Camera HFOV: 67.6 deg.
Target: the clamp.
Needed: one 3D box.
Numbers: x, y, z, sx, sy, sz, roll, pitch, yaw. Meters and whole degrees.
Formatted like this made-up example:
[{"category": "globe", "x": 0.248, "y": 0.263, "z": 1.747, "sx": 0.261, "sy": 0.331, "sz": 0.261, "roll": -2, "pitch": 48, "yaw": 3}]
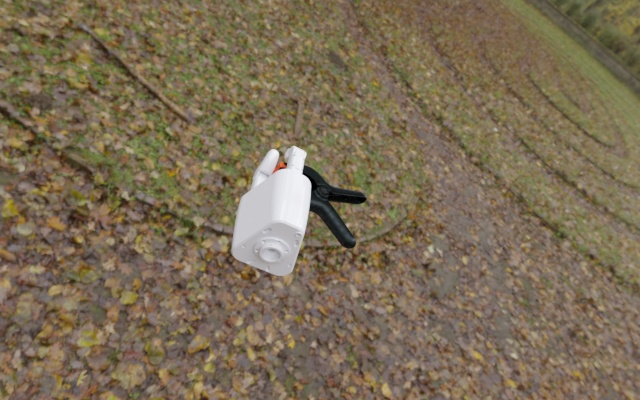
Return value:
[{"category": "clamp", "x": 0.000, "y": 0.002, "z": 0.758, "sx": 0.171, "sy": 0.120, "sz": 0.039, "roll": 25, "pitch": -50, "yaw": -19}]
